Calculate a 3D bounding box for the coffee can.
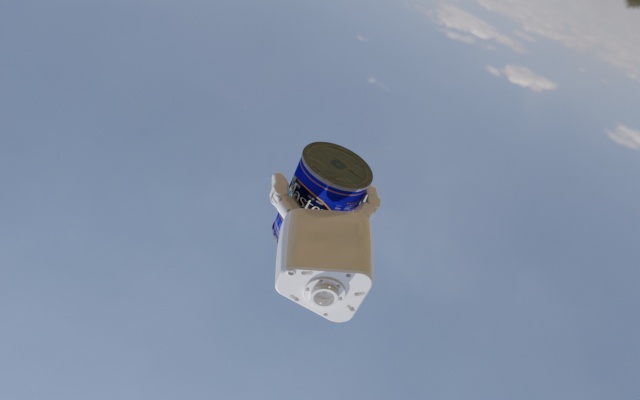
[{"bbox_3d":[0.000,0.002,0.683,0.103,0.140,0.102,17,35,-12],"label":"coffee can"}]
